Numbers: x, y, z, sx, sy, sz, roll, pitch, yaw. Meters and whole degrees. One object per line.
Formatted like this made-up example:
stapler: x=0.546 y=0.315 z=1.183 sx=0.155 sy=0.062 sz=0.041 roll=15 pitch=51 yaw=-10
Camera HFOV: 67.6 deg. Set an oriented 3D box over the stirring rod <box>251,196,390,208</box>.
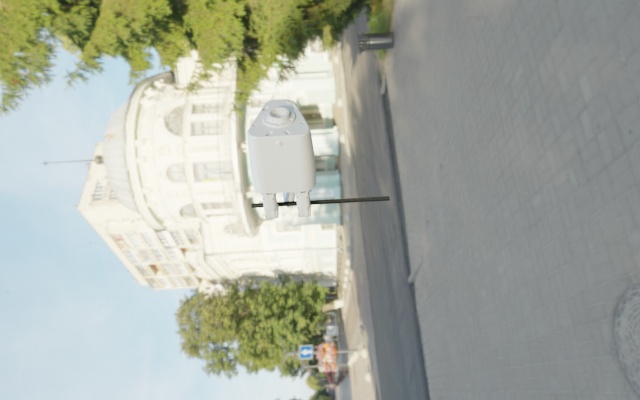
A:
stirring rod: x=0.000 y=0.003 z=0.833 sx=0.239 sy=0.011 sz=0.011 roll=-3 pitch=0 yaw=0
